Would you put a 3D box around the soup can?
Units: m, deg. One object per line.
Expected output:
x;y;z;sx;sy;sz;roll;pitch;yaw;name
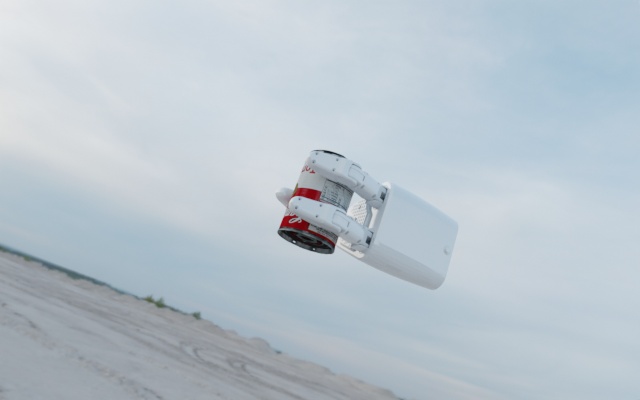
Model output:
0.000;0.001;0.546;0.068;0.102;0.068;18;-18;6;soup can
